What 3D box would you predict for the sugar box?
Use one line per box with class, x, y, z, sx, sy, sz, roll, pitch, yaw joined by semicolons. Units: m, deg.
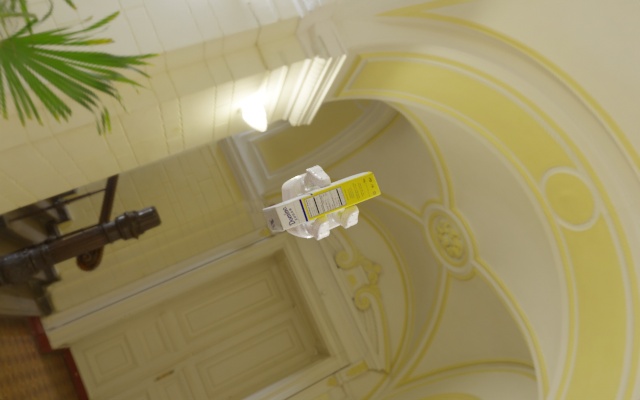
sugar box;0.000;0.003;0.785;0.176;0.048;0.093;-23;4;-18
